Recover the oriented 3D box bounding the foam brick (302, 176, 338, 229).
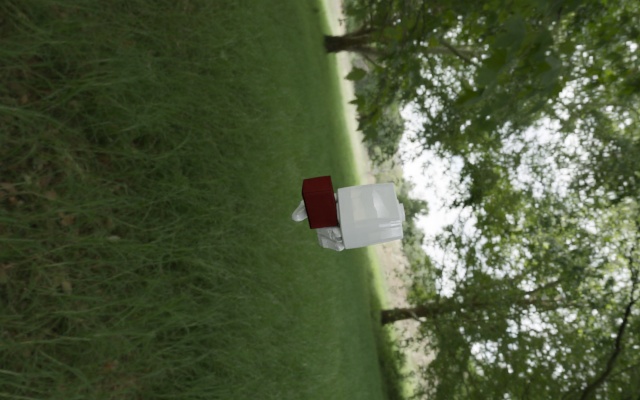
[{"bbox_3d":[0.000,0.003,0.845,0.051,0.078,0.053,-9,32,7],"label":"foam brick"}]
